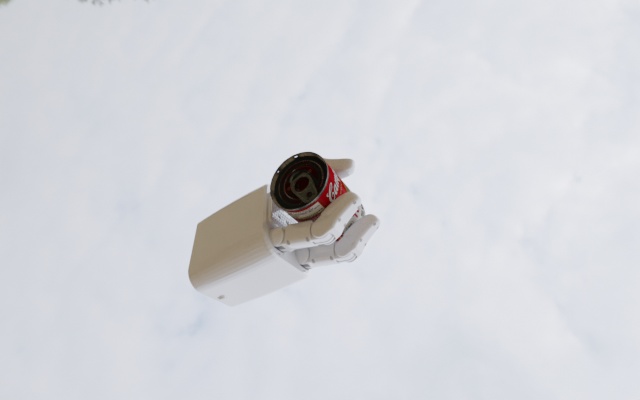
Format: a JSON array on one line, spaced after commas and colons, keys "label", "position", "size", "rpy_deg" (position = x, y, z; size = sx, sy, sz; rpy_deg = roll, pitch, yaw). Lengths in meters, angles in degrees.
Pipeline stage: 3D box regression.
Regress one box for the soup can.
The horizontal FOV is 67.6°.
[{"label": "soup can", "position": [0.001, 0.002, 0.524], "size": [0.068, 0.068, 0.102], "rpy_deg": [0, -26, 31]}]
